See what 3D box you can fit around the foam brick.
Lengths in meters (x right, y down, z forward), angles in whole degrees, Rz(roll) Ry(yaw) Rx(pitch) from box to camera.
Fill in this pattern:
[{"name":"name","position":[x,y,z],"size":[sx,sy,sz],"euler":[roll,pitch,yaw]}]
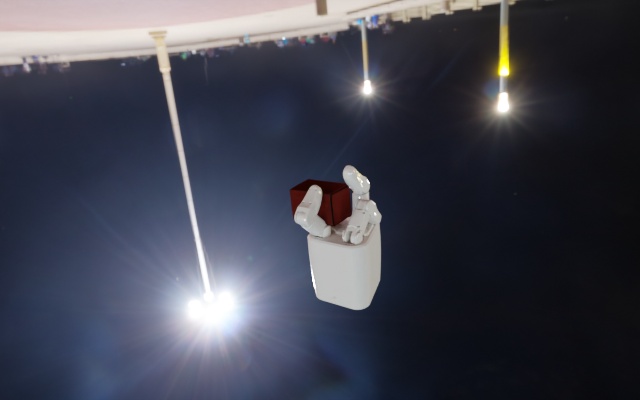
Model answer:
[{"name":"foam brick","position":[0.000,0.002,0.726],"size":[0.078,0.051,0.053],"euler":[9,25,35]}]
